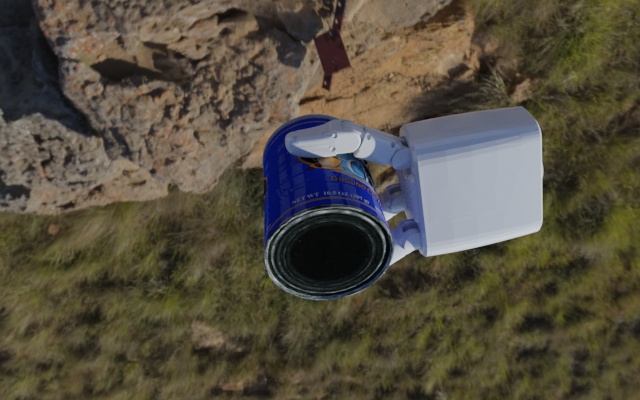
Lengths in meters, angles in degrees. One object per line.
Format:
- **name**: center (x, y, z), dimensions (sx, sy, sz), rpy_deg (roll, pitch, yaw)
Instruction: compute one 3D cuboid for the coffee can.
- **coffee can**: center (0.000, 0.001, 0.426), dimensions (0.103, 0.103, 0.140), rpy_deg (0, 38, -7)
